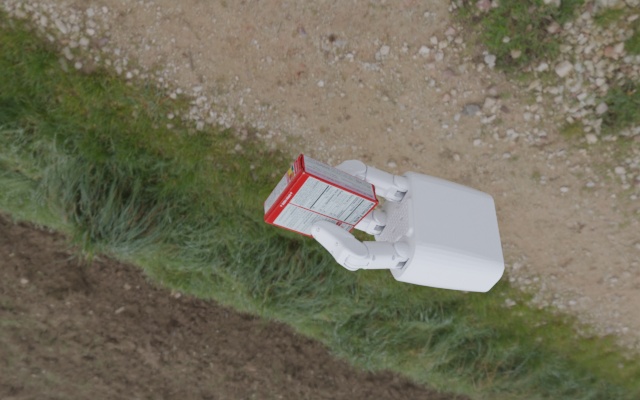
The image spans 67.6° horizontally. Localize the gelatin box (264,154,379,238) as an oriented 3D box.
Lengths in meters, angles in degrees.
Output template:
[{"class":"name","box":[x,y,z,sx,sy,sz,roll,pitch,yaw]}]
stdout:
[{"class":"gelatin box","box":[0.000,0.002,0.467,0.089,0.030,0.073,20,-51,-27]}]
